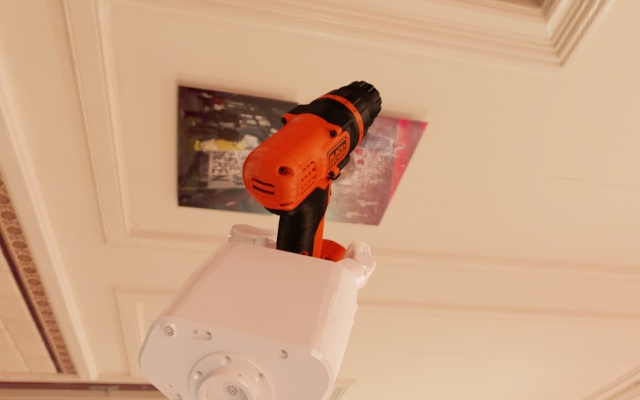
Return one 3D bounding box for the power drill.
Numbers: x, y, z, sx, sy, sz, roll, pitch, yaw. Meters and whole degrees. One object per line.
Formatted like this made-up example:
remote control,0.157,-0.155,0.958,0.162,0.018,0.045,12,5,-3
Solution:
power drill,0.000,0.002,0.420,0.057,0.188,0.184,18,37,23
